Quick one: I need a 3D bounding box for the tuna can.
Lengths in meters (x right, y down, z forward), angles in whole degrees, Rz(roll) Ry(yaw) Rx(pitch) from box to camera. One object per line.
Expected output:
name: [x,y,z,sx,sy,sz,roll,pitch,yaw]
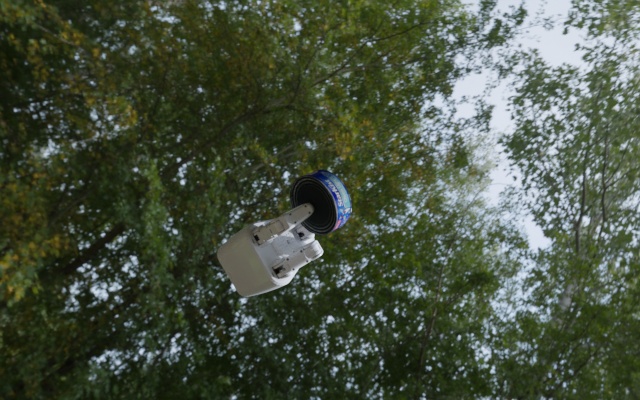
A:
tuna can: [0.001,0.002,0.648,0.086,0.086,0.033,0,20,46]
